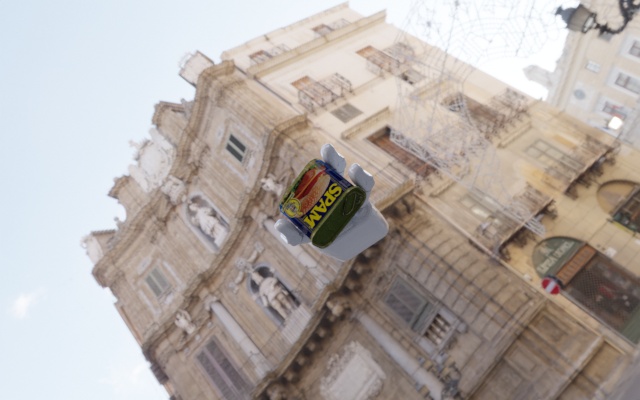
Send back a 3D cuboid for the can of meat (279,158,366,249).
[{"bbox_3d":[0.000,0.002,0.682,0.084,0.102,0.057,41,5,31],"label":"can of meat"}]
